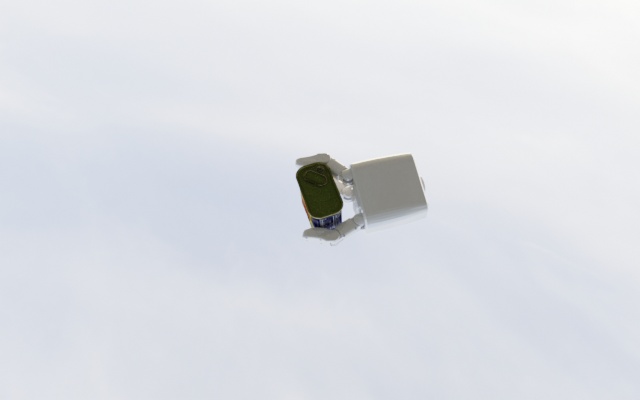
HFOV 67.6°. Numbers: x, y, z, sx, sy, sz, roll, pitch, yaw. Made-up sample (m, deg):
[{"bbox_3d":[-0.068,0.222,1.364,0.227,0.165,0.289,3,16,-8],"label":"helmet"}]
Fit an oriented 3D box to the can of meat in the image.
[{"bbox_3d":[0.000,0.003,0.787,0.057,0.102,0.084,-18,-30,-6],"label":"can of meat"}]
